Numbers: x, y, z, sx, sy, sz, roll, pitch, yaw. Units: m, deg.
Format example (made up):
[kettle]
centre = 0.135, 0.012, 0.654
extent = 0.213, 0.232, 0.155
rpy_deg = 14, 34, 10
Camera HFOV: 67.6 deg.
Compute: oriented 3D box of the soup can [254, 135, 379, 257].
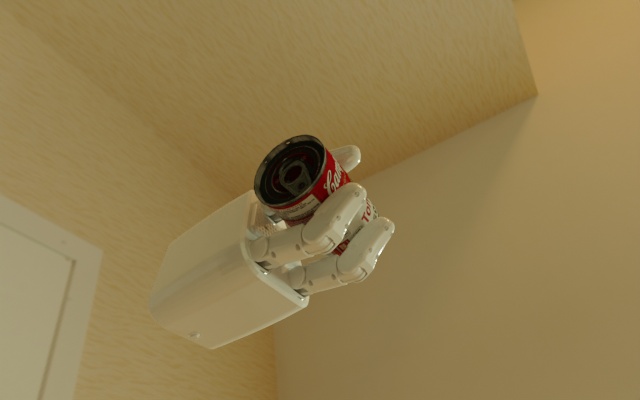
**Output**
[soup can]
centre = 0.001, 0.001, 0.412
extent = 0.068, 0.068, 0.102
rpy_deg = 0, -31, 37
